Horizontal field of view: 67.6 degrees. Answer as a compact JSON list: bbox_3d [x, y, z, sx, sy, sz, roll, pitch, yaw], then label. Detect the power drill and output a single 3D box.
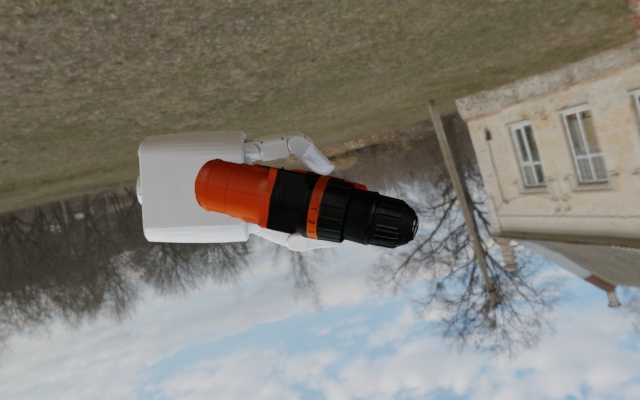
[{"bbox_3d":[0.000,0.001,0.453,0.184,0.057,0.187,14,2,11],"label":"power drill"}]
